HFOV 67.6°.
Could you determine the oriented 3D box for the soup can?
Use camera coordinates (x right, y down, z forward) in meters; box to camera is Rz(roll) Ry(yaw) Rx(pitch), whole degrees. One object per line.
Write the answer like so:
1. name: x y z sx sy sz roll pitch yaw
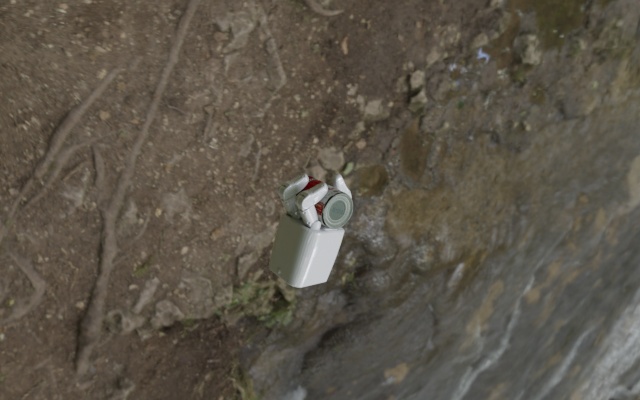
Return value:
1. soup can: 0.001 0.002 0.840 0.068 0.068 0.102 0 18 -39
